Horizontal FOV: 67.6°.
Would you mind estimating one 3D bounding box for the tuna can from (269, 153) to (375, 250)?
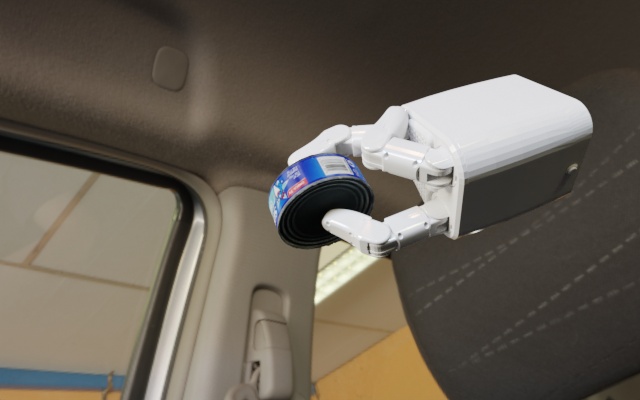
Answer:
[{"bbox_3d":[0.000,0.001,0.405,0.086,0.033,0.086,-15,-40,-13],"label":"tuna can"}]
